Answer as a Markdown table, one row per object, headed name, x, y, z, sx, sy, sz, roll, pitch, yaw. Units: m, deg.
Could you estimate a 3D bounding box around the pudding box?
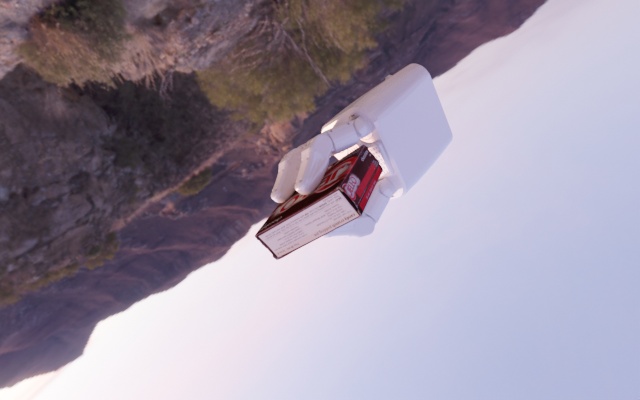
| name | x | y | z | sx | sy | sz | roll | pitch | yaw |
| --- | --- | --- | --- | --- | --- | --- | --- | --- | --- |
| pudding box | 0.000 | 0.002 | 0.467 | 0.113 | 0.039 | 0.090 | -32 | 14 | 34 |
